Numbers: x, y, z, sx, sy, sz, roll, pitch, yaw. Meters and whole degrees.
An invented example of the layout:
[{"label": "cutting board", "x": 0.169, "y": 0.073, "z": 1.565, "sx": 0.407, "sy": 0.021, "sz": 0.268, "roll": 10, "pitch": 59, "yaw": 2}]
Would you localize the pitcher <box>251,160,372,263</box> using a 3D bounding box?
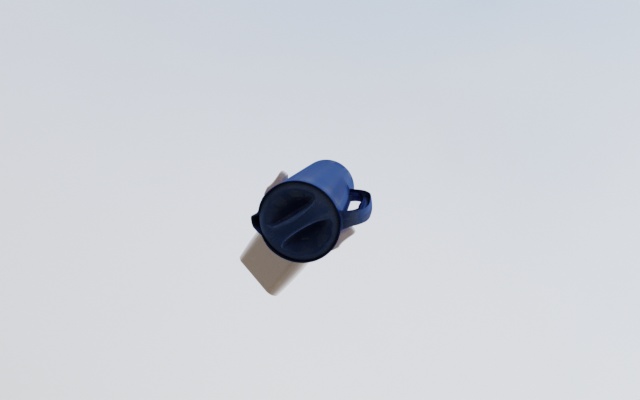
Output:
[{"label": "pitcher", "x": 0.000, "y": 0.003, "z": 0.833, "sx": 0.149, "sy": 0.145, "sz": 0.242, "roll": 38, "pitch": 21, "yaw": 0}]
